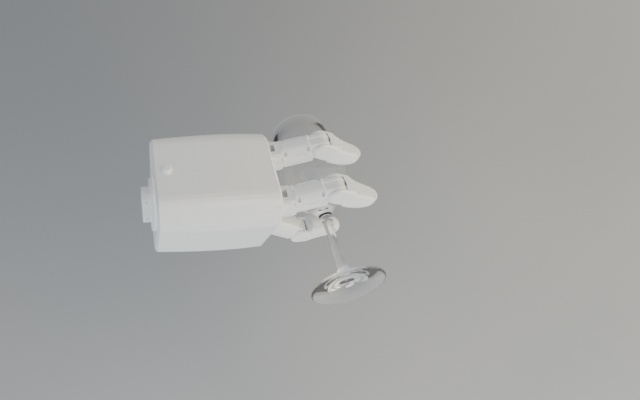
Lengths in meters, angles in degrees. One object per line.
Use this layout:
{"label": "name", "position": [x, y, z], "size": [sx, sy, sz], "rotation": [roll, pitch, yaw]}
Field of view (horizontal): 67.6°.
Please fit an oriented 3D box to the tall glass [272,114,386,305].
{"label": "tall glass", "position": [0.000, 0.002, 0.502], "size": [0.079, 0.201, 0.079], "rotation": [-13, -33, -8]}
